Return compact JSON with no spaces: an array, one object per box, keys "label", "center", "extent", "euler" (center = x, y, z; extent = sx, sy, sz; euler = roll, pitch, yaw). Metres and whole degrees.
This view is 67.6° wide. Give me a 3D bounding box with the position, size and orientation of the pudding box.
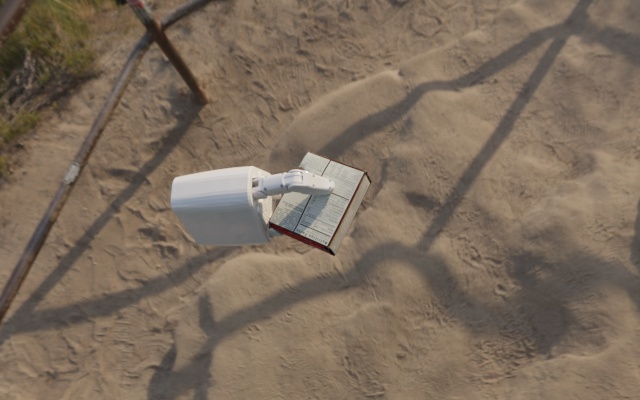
[{"label":"pudding box","center":[0.000,0.002,0.606],"extent":[0.090,0.113,0.039],"euler":[22,-13,22]}]
